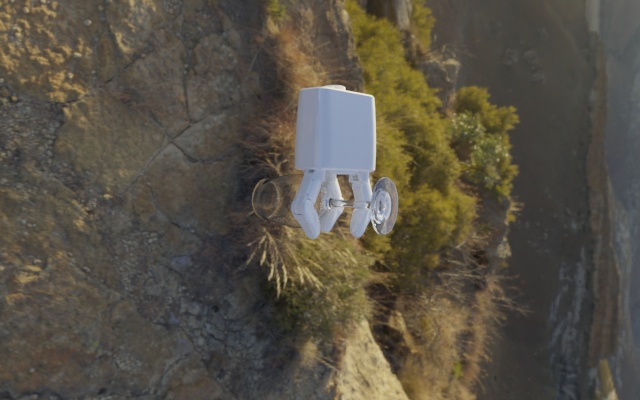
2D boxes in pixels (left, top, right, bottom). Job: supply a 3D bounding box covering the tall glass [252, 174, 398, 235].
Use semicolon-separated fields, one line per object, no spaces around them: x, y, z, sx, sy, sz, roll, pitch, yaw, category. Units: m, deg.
0.001;0.002;0.660;0.201;0.079;0.079;3;2;34;tall glass
